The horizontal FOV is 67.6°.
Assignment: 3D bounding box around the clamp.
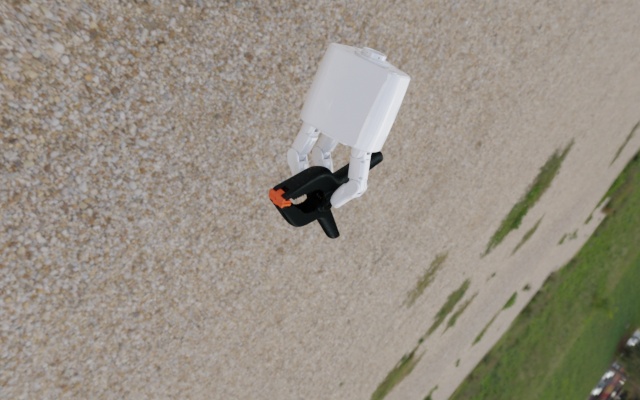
[{"bbox_3d":[0.000,0.003,0.694,0.036,0.165,0.210,38,29,28],"label":"clamp"}]
